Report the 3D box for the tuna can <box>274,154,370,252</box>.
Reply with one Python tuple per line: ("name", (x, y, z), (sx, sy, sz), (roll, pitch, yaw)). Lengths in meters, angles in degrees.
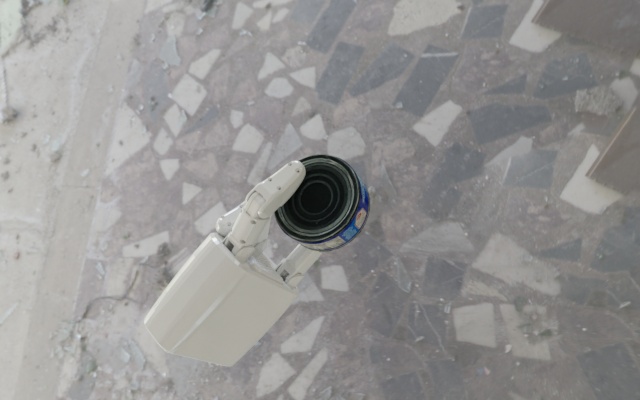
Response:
("tuna can", (0.000, 0.001, 0.438), (0.086, 0.086, 0.034), (0, -18, 21))
